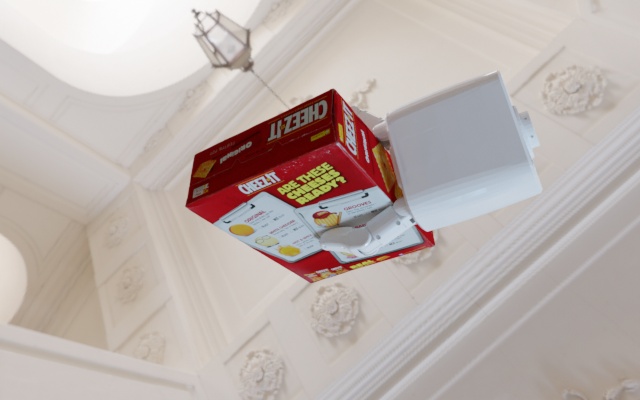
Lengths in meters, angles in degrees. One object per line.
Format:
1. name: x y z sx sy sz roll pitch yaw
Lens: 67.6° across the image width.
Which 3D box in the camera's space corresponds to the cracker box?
1. cracker box: 0.000 0.002 0.490 0.164 0.072 0.214 -21 -38 25
